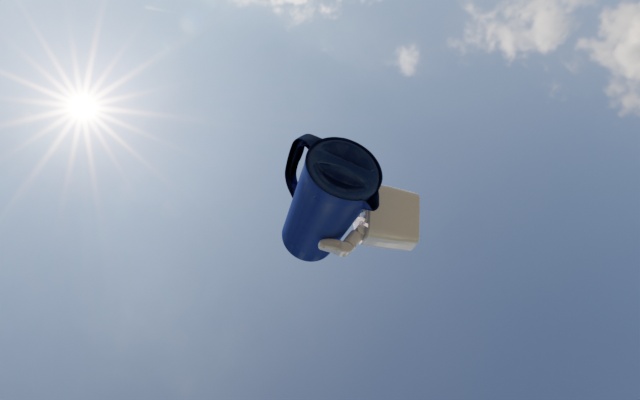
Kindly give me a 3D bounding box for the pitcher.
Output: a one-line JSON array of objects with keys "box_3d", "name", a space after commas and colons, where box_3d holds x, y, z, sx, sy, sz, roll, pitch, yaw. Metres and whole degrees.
[{"box_3d": [0.000, 0.003, 0.867, 0.145, 0.149, 0.243, 9, -37, -14], "name": "pitcher"}]
